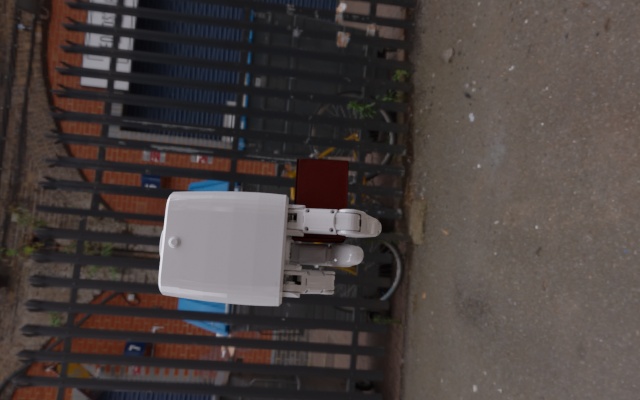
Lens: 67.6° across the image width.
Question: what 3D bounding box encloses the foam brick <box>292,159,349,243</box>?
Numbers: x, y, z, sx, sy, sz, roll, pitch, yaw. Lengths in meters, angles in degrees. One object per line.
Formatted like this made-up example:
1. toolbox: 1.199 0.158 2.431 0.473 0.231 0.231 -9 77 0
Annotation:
1. foam brick: 0.000 0.001 0.470 0.051 0.078 0.053 3 -9 1
